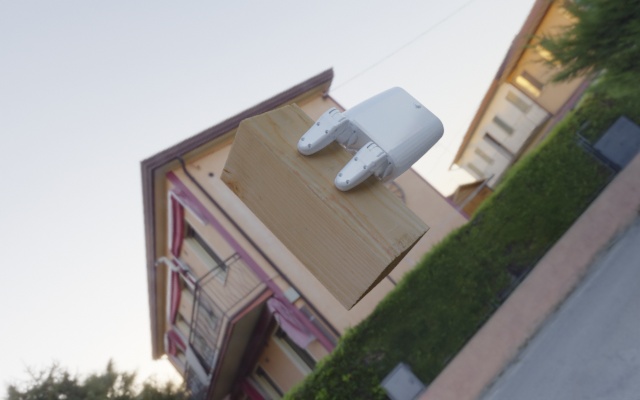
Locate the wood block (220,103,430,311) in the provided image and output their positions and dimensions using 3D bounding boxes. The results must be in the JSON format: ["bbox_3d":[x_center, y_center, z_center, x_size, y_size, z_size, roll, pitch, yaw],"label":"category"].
[{"bbox_3d":[0.000,0.002,0.516,0.090,0.206,0.091,-31,-21,-44],"label":"wood block"}]
